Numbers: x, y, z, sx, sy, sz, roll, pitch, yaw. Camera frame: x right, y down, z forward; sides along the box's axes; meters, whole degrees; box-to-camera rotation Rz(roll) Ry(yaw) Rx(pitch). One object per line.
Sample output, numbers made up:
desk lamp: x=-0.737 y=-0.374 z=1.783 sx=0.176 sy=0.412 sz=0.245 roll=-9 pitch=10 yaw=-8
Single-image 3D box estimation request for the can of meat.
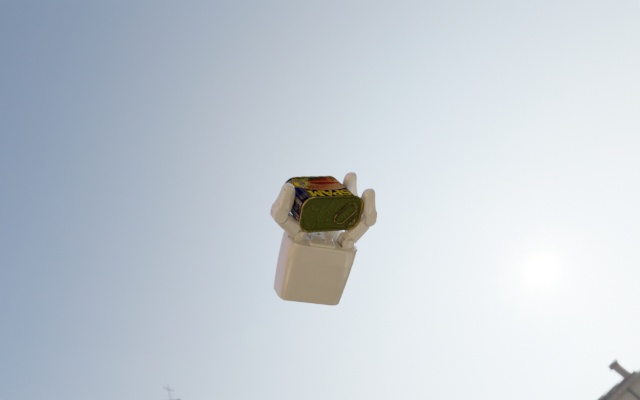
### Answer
can of meat: x=0.000 y=0.002 z=0.724 sx=0.102 sy=0.057 sz=0.084 roll=-2 pitch=27 yaw=-27
